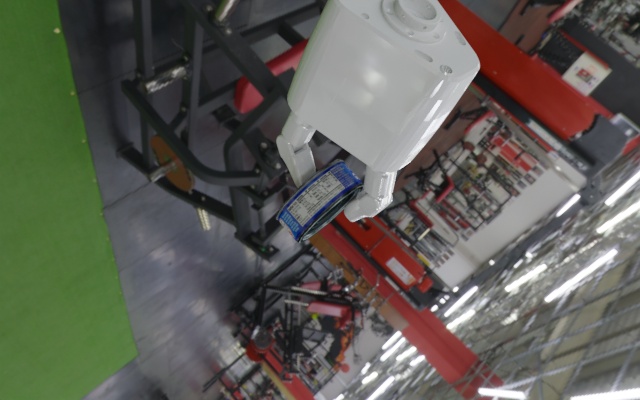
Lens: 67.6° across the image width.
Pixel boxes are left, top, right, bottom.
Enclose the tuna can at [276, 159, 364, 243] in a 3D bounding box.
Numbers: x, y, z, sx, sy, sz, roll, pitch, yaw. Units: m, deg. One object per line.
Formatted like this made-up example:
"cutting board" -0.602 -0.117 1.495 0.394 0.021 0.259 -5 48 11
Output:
"tuna can" 0.000 0.002 0.457 0.086 0.033 0.086 -41 -8 -7
